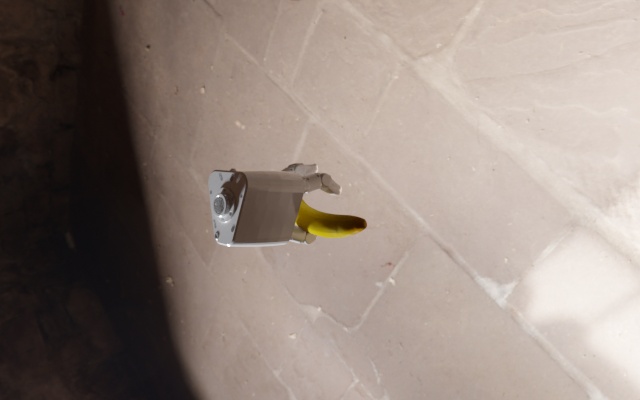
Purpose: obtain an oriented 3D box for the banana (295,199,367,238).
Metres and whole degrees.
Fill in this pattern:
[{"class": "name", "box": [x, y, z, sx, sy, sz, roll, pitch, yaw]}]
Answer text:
[{"class": "banana", "box": [-0.011, 0.017, 0.755, 0.037, 0.069, 0.197, 20, 12, -48]}]
